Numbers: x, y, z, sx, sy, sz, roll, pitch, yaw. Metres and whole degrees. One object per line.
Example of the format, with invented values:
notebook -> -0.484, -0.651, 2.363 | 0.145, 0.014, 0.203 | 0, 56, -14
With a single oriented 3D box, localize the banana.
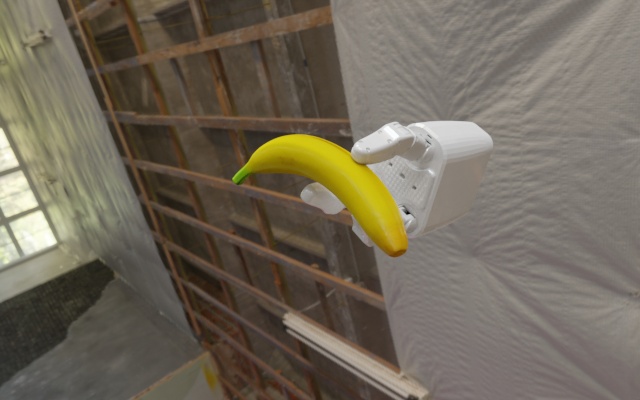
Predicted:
banana -> 0.003, -0.017, 0.422 | 0.197, 0.069, 0.037 | 23, 10, 37
